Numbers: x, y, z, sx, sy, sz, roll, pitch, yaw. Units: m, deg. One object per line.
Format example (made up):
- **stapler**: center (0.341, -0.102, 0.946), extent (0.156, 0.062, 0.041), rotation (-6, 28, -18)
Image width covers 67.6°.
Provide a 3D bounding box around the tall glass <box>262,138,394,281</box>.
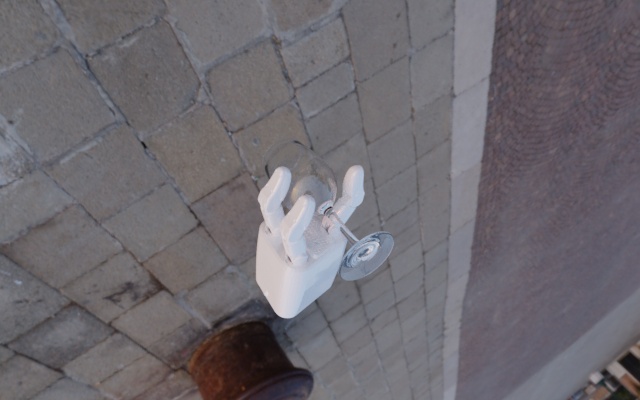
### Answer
- **tall glass**: center (0.001, 0.002, 0.589), extent (0.079, 0.079, 0.201), rotation (0, 39, -42)
